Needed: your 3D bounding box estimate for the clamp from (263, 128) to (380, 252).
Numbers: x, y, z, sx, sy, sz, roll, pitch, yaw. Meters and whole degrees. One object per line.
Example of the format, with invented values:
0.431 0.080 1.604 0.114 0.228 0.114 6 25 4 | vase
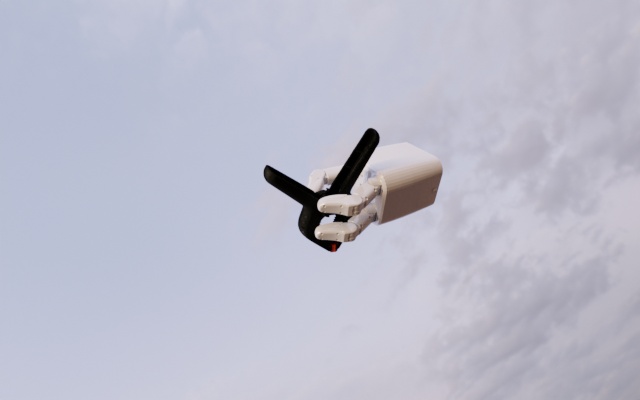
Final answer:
0.000 0.002 0.679 0.164 0.210 0.036 -16 46 -19 | clamp
